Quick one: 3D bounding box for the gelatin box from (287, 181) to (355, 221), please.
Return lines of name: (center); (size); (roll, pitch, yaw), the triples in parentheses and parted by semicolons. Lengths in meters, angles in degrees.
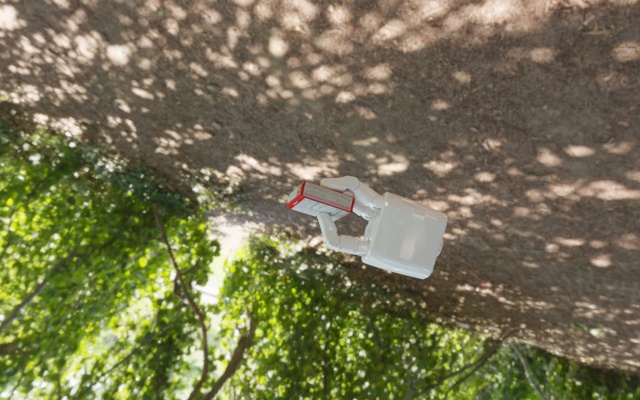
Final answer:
gelatin box: (0.000, 0.003, 0.760); (0.089, 0.030, 0.073); (17, -20, -17)
